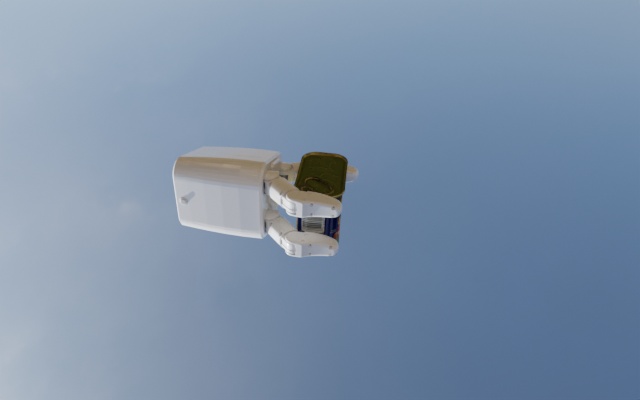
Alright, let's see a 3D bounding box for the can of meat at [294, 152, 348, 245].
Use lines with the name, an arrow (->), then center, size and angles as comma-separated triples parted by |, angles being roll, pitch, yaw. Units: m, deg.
can of meat -> 0.000, 0.002, 0.579 | 0.057, 0.084, 0.102 | 5, 33, 3
